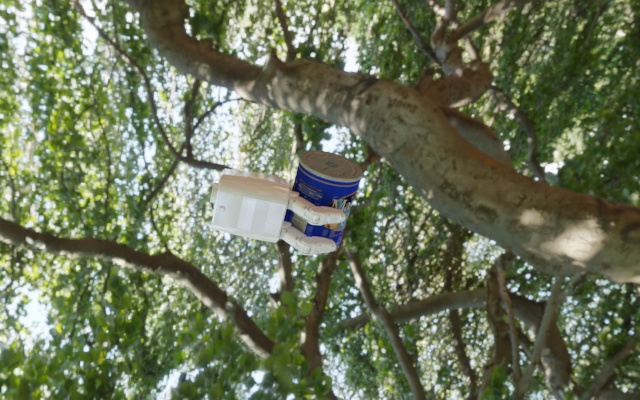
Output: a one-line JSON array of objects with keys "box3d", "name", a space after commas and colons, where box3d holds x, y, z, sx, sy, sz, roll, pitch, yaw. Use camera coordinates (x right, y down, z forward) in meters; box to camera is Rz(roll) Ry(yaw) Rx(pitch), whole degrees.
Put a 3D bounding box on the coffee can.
[{"box3d": [0.000, 0.002, 0.778, 0.103, 0.140, 0.102, 13, 25, -6], "name": "coffee can"}]
